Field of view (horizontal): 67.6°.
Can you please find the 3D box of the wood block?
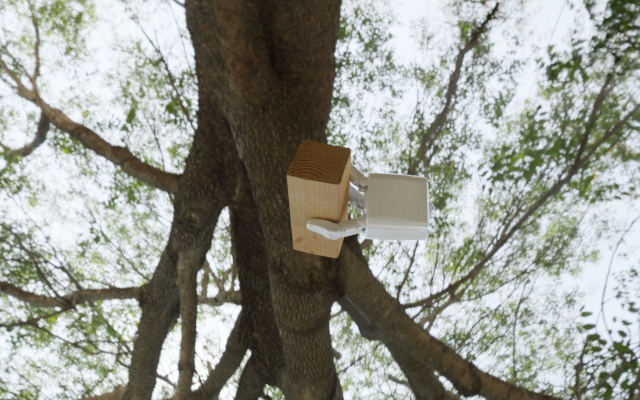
[{"bbox_3d":[0.000,0.003,0.861,0.090,0.090,0.206,11,-40,10],"label":"wood block"}]
